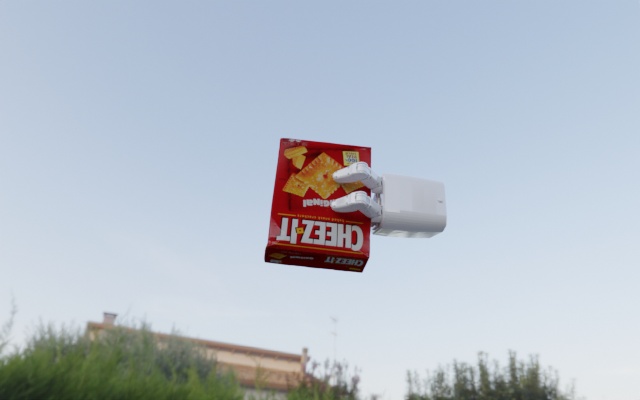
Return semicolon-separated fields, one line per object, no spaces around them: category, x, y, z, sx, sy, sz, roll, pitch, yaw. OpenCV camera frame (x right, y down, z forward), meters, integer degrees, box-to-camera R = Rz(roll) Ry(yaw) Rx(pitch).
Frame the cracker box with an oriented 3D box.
cracker box;0.000;0.003;0.801;0.164;0.213;0.072;6;-30;-4
